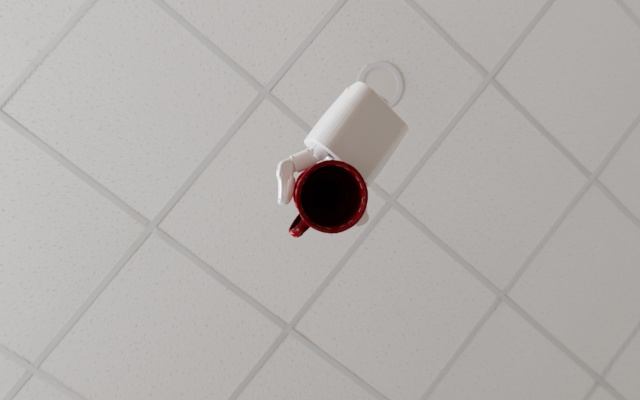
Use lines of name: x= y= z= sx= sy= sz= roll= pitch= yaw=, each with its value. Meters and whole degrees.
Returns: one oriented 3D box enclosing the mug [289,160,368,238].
mug: x=-0.001 y=0.003 z=0.636 sx=0.093 sy=0.117 sz=0.081 roll=39 pitch=-4 yaw=-11
